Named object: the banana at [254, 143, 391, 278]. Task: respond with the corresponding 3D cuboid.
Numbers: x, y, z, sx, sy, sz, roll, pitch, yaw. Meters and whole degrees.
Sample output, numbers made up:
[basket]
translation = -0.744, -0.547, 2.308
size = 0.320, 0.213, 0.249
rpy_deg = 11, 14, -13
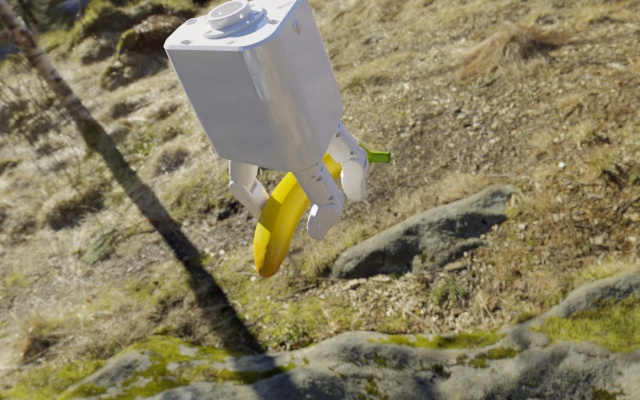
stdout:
[banana]
translation = -0.012, -0.007, 0.484
size = 0.069, 0.037, 0.197
rpy_deg = 25, 56, 35
